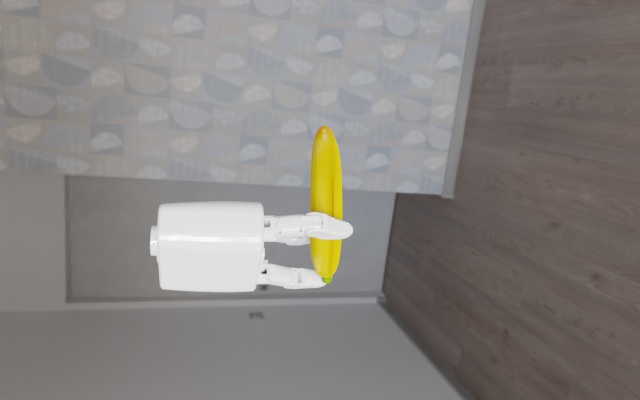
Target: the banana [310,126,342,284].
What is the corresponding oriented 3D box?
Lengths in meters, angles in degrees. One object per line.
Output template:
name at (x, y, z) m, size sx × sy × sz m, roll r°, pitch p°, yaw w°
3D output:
banana at (0.004, 0.005, 0.569) m, size 0.037 × 0.198 × 0.069 m, roll 1°, pitch 0°, yaw -12°
